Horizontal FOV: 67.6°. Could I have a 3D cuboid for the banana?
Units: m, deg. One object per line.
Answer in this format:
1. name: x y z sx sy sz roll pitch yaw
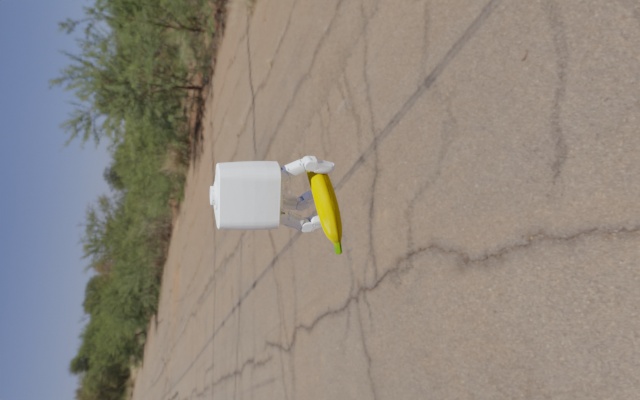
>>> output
1. banana: 0.004 -0.005 0.843 0.037 0.197 0.070 -6 -32 -14
